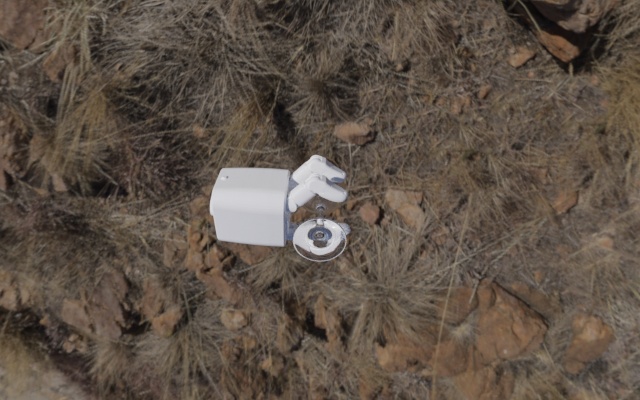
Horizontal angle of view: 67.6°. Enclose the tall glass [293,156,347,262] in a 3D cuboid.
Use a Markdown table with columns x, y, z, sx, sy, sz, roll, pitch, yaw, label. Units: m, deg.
| x | y | z | sx | sy | sz | roll | pitch | yaw | label |
| --- | --- | --- | --- | --- | --- | --- | --- | --- | --- |
| 0.000 | 0.003 | 0.737 | 0.079 | 0.079 | 0.201 | 0 | 32 | 1 | tall glass |
